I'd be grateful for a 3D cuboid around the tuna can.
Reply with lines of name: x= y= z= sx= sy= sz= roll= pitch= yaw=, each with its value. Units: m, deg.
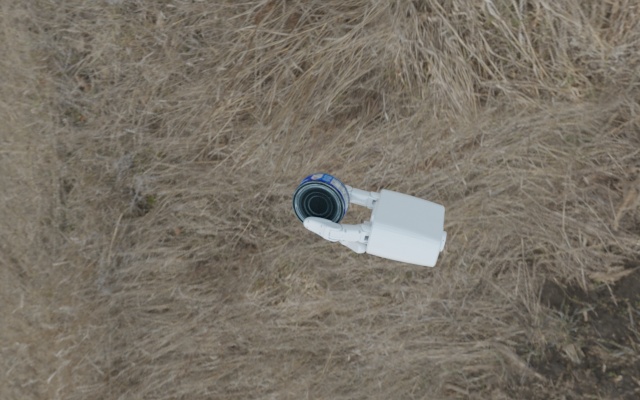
tuna can: x=0.000 y=0.003 z=0.739 sx=0.086 sy=0.086 sz=0.033 roll=0 pitch=24 yaw=17
